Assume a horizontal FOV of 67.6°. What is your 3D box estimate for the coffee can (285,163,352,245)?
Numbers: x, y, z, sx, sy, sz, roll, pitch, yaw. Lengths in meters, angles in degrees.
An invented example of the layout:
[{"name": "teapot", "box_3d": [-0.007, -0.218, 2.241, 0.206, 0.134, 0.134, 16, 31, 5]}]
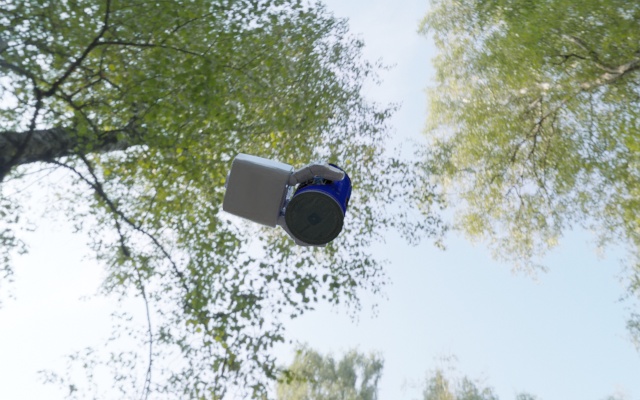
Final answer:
[{"name": "coffee can", "box_3d": [0.000, 0.003, 0.875, 0.103, 0.103, 0.140, 0, 25, 11]}]
